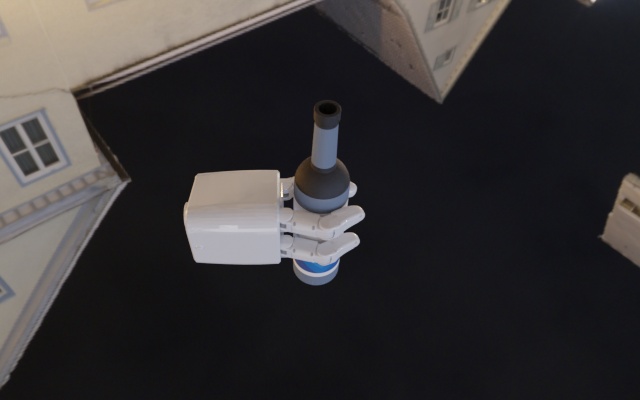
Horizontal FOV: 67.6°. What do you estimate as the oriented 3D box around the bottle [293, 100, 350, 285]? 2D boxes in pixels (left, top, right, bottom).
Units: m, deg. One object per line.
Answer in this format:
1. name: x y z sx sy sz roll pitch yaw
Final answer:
1. bottle: 0.000 0.002 0.590 0.069 0.069 0.296 0 -40 -4
